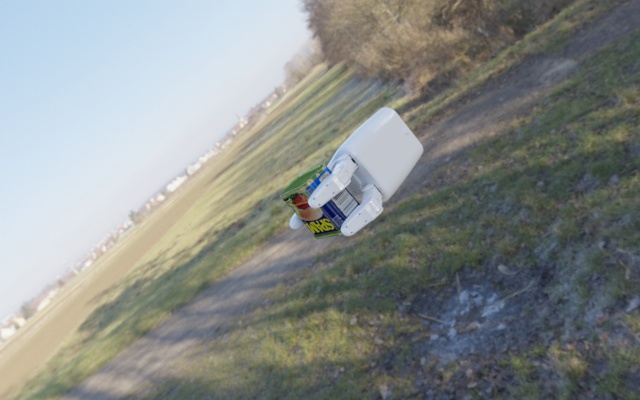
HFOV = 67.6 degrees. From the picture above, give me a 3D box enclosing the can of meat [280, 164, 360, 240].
[{"bbox_3d":[0.000,0.002,0.658,0.057,0.084,0.102,-47,13,-25],"label":"can of meat"}]
